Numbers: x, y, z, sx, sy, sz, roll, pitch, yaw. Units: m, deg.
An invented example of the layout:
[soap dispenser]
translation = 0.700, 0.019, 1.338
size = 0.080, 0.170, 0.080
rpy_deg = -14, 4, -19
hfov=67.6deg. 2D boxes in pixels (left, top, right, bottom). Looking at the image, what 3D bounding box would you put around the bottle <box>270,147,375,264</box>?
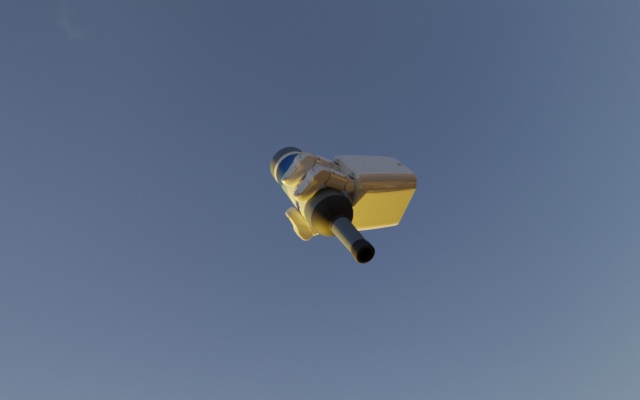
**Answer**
[bottle]
translation = 0.000, 0.002, 0.710
size = 0.069, 0.069, 0.295
rpy_deg = 0, 26, -25
